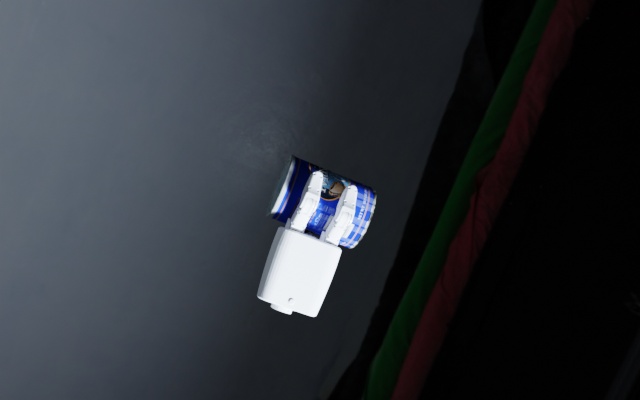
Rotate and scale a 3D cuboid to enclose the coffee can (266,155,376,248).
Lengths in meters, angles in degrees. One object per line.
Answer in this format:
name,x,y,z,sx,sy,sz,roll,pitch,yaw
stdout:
coffee can,0.000,0.002,0.737,0.140,0.103,0.103,21,-5,-12
